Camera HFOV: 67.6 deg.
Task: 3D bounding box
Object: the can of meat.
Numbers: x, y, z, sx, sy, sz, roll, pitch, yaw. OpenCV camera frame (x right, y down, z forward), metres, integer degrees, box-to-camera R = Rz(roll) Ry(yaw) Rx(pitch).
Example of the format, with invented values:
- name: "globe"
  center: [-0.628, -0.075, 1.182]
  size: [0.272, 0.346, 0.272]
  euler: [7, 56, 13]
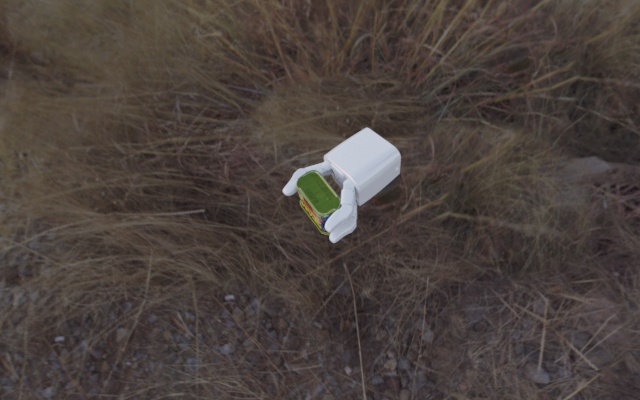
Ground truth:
- name: "can of meat"
  center: [0.000, 0.003, 0.892]
  size: [0.057, 0.102, 0.084]
  euler: [-33, -25, -10]
